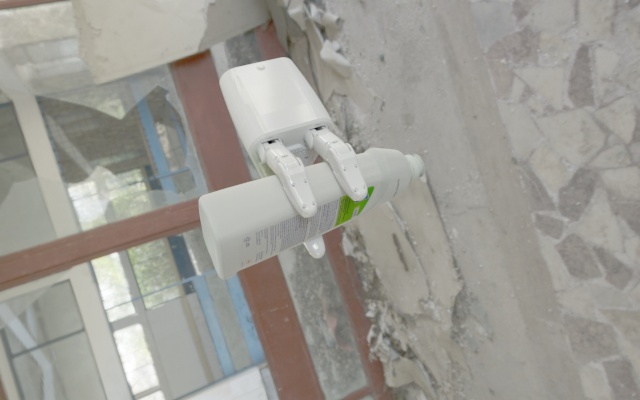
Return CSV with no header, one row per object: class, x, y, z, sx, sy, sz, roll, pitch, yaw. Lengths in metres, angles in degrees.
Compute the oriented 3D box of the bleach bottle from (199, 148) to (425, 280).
bleach bottle,0.000,0.002,0.520,0.251,0.068,0.103,-19,-28,-20
